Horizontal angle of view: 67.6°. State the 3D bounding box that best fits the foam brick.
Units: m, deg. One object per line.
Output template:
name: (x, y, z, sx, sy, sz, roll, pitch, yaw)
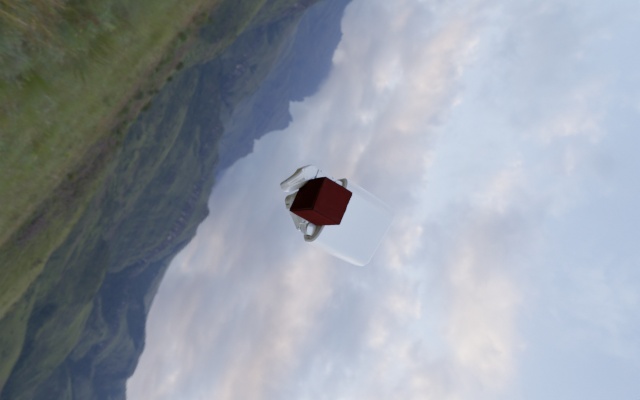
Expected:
foam brick: (0.000, 0.002, 0.693, 0.051, 0.053, 0.078, 30, -16, -23)
